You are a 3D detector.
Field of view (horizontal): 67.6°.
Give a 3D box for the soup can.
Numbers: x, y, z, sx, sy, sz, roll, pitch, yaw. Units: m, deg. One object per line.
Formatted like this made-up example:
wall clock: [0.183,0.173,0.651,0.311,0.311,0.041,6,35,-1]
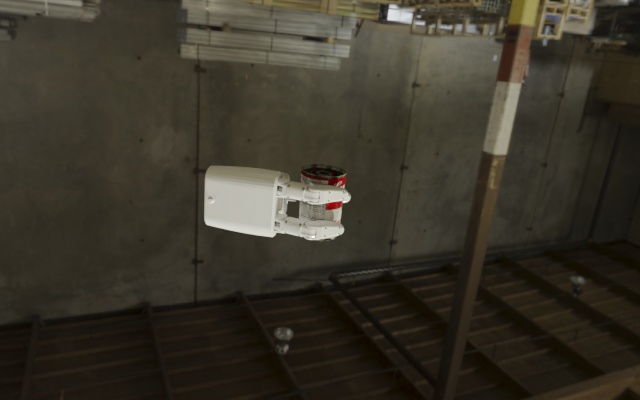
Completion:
soup can: [0.001,0.003,0.727,0.068,0.102,0.068,5,18,-2]
